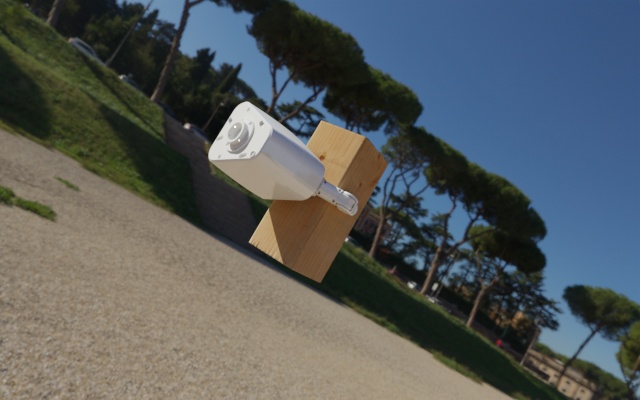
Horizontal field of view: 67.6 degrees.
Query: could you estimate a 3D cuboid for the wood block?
[{"bbox_3d":[0.000,0.002,0.698,0.090,0.206,0.090,27,-6,35],"label":"wood block"}]
